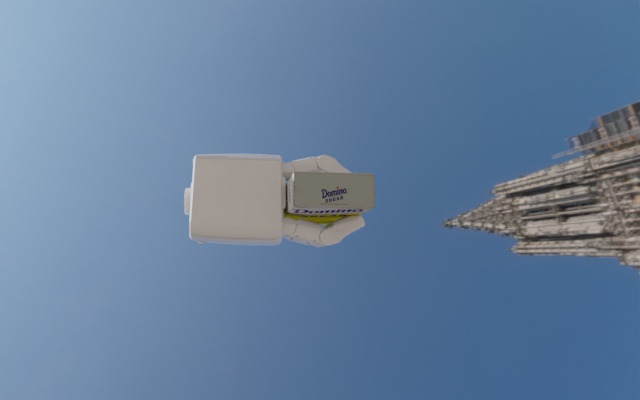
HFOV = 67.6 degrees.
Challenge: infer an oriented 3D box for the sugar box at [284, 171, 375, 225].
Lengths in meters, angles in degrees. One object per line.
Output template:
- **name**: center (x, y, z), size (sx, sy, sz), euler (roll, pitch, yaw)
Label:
- **sugar box**: center (0.000, 0.003, 0.601), size (0.093, 0.048, 0.176), euler (1, -6, -10)
